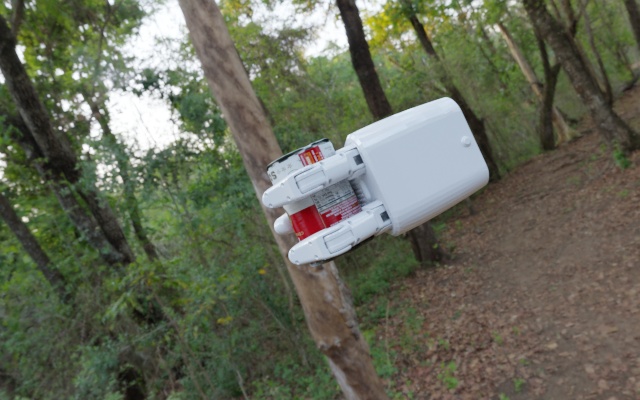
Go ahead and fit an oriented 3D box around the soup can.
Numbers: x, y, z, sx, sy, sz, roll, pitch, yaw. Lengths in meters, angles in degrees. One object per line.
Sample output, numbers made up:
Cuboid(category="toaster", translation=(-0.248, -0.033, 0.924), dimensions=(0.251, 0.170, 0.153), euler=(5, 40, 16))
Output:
Cuboid(category="soup can", translation=(-0.001, 0.001, 0.448), dimensions=(0.068, 0.102, 0.068), euler=(-25, 1, 0))
